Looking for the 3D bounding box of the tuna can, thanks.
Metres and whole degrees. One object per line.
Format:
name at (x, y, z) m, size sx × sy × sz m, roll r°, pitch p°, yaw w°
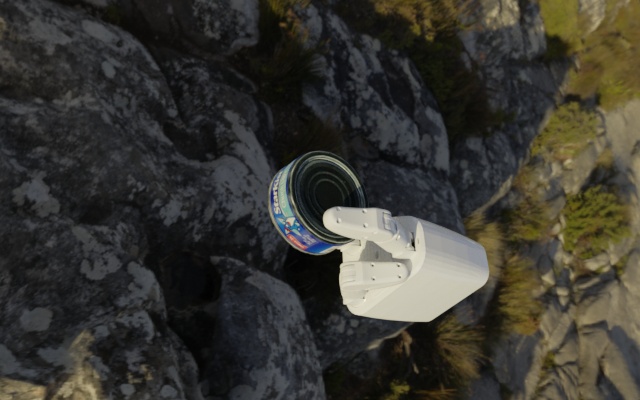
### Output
tuna can at (0.000, 0.001, 0.410) m, size 0.086 × 0.086 × 0.034 m, roll 0°, pitch -19°, yaw -37°
